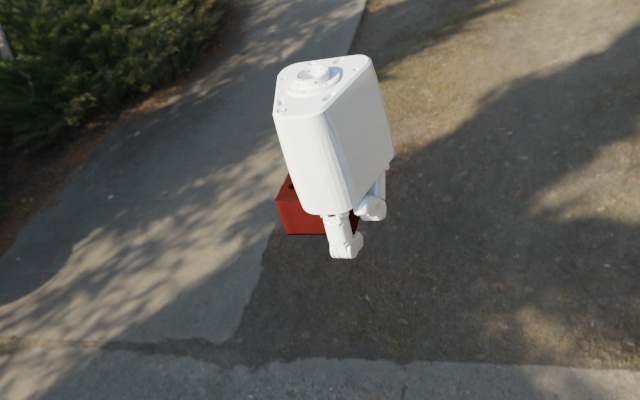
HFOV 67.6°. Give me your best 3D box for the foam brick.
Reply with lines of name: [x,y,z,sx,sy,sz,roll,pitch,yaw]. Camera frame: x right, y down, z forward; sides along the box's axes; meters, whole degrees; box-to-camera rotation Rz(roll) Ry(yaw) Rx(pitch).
foam brick: [0.000,0.002,0.504,0.078,0.051,0.053,-2,41,22]
